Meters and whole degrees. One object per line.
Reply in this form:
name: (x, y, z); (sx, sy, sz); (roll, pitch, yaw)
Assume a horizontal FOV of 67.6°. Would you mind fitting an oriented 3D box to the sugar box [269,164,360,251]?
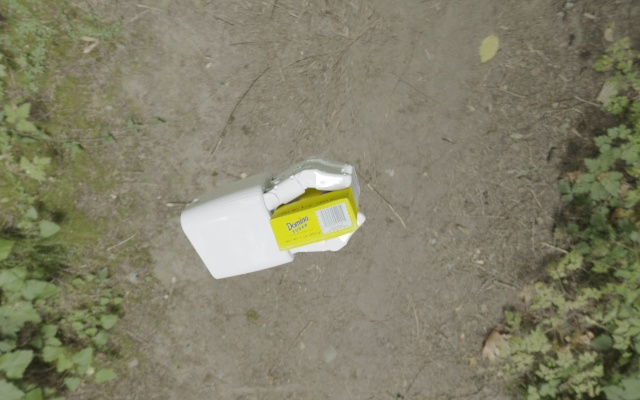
sugar box: (0.000, 0.002, 0.598); (0.093, 0.048, 0.176); (-16, 17, 9)
